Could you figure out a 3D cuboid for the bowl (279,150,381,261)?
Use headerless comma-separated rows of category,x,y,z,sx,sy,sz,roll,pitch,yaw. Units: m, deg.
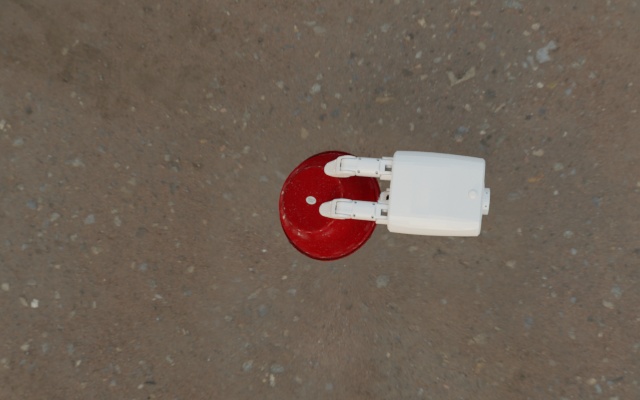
bowl,-0.001,0.002,0.667,0.162,0.162,0.055,0,-9,26
